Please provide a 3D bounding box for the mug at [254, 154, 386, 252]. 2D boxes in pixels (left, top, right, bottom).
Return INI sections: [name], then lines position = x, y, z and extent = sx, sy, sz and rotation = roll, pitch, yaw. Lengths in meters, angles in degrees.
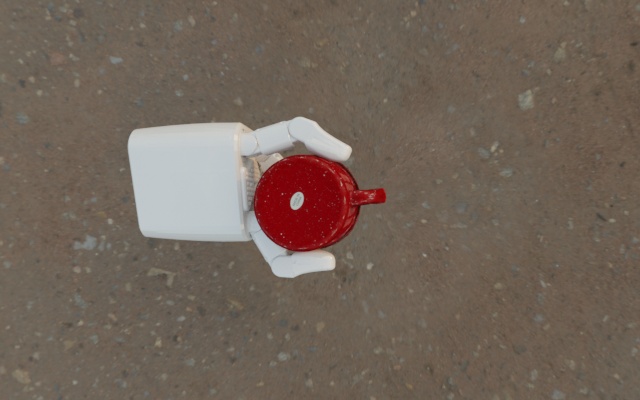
[mug]
position = 0.001, 0.001, 0.428
extent = 0.117, 0.093, 0.081
rotation = -2, 0, 8
